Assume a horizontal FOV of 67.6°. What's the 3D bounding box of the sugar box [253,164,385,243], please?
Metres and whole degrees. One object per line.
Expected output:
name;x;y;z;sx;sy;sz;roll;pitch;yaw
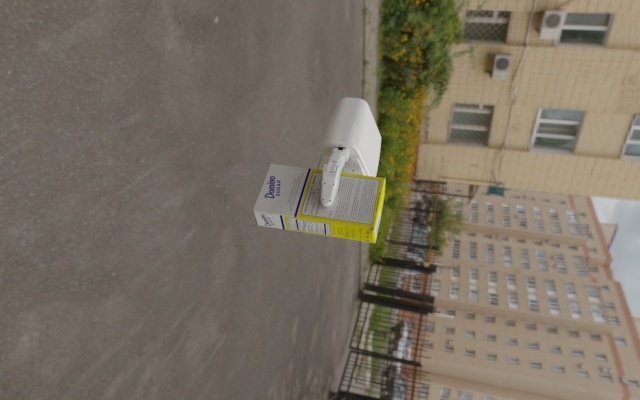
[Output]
sugar box;0.000;0.003;0.695;0.176;0.093;0.048;7;-36;13
